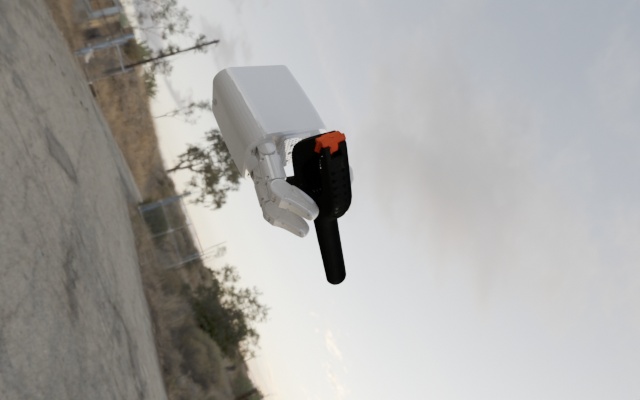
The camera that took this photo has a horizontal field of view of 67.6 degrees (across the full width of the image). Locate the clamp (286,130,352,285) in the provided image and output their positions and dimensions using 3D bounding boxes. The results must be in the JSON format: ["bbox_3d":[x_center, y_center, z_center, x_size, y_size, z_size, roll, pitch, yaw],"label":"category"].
[{"bbox_3d":[0.001,0.001,0.541,0.036,0.164,0.210,-25,-17,-22],"label":"clamp"}]
